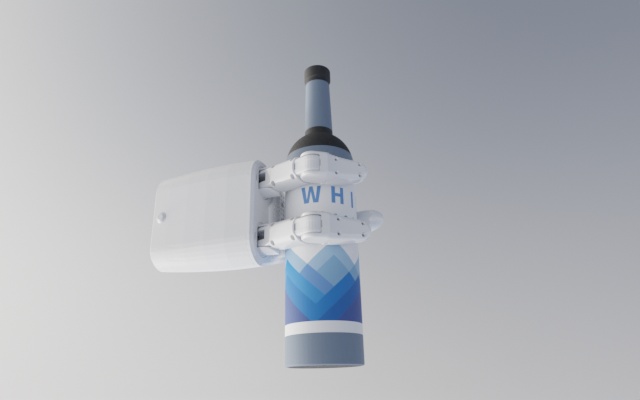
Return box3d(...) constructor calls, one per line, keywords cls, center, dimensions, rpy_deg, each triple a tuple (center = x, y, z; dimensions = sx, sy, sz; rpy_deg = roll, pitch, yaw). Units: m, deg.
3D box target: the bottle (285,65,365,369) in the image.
box3d(cls="bottle", center=(0.000, 0.002, 0.451), dimensions=(0.069, 0.295, 0.069), rpy_deg=(-1, -21, -1))
